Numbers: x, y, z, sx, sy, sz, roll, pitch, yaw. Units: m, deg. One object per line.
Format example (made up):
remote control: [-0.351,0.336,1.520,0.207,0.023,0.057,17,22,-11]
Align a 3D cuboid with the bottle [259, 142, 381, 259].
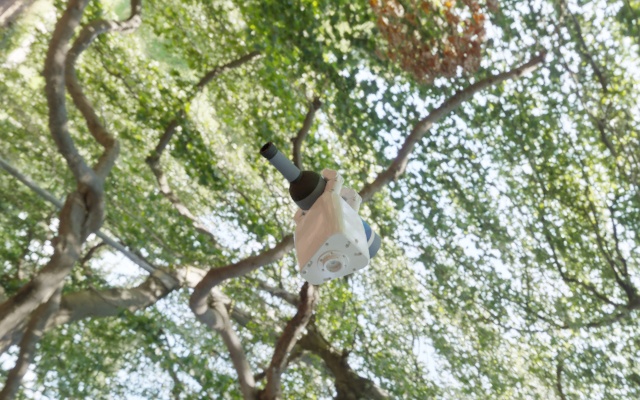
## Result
bottle: [0.000,0.003,0.857,0.069,0.069,0.296,0,-38,51]
